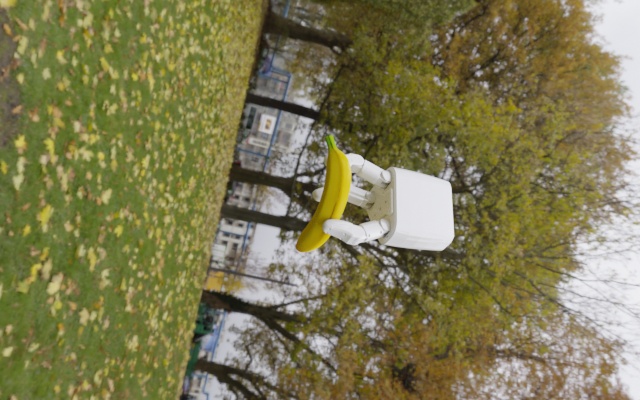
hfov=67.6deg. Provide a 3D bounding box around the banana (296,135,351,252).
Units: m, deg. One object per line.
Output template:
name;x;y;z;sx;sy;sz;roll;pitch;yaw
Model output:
banana;0.007;0.009;0.695;0.037;0.198;0.069;5;28;-24
